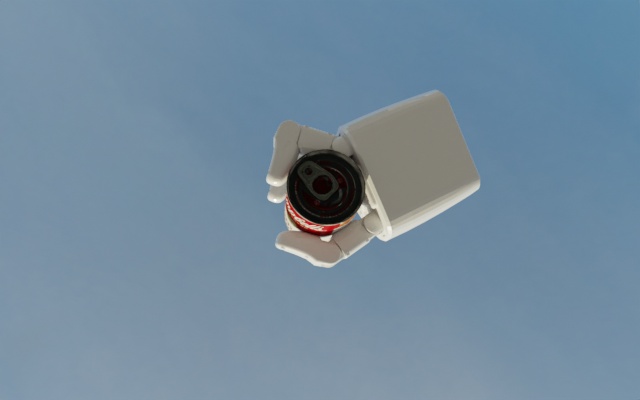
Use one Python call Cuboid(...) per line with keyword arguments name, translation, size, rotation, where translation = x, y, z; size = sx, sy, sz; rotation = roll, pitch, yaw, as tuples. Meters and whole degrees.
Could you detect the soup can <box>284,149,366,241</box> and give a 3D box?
Cuboid(name="soup can", translation=(0.000, 0.002, 0.451), size=(0.068, 0.068, 0.102), rotation=(0, -16, -6))
